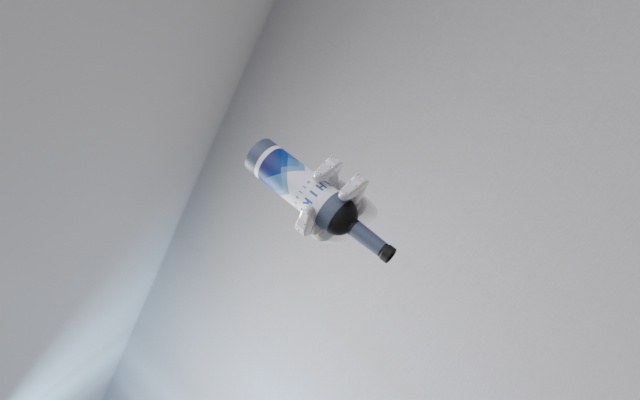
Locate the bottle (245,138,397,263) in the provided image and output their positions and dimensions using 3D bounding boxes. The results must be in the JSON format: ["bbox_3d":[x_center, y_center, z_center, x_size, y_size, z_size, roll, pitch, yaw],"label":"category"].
[{"bbox_3d":[0.000,0.002,0.787,0.295,0.069,0.069,37,15,21],"label":"bottle"}]
